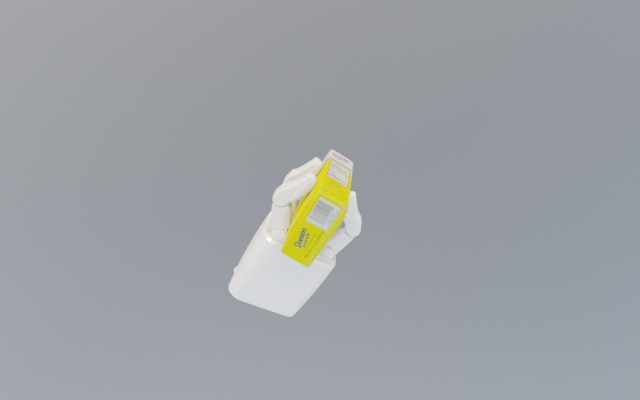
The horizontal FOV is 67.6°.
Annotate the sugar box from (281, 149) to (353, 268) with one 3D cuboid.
[{"bbox_3d":[0.000,0.002,0.622,0.048,0.093,0.176,30,21,-9],"label":"sugar box"}]
